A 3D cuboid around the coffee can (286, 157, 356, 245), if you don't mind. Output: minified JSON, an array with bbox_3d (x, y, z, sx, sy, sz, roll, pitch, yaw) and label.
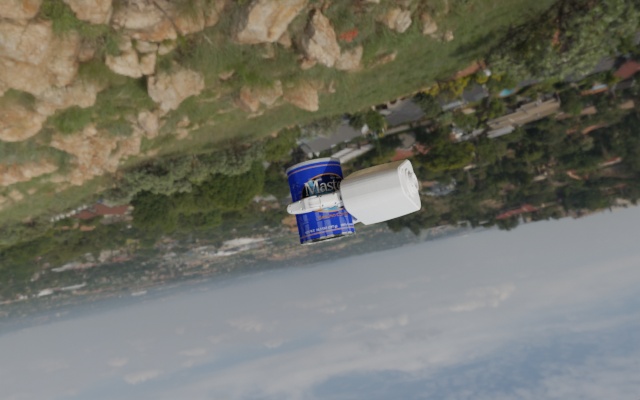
[{"bbox_3d":[0.000,0.003,0.874,0.103,0.140,0.103,-11,-8,-2],"label":"coffee can"}]
